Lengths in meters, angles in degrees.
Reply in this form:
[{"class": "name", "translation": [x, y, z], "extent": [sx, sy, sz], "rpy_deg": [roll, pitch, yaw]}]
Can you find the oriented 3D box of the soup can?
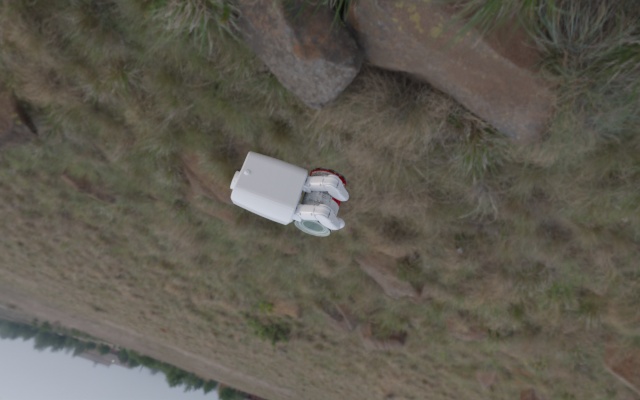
[{"class": "soup can", "translation": [0.000, 0.003, 0.833], "extent": [0.068, 0.102, 0.068], "rpy_deg": [15, -24, 7]}]
